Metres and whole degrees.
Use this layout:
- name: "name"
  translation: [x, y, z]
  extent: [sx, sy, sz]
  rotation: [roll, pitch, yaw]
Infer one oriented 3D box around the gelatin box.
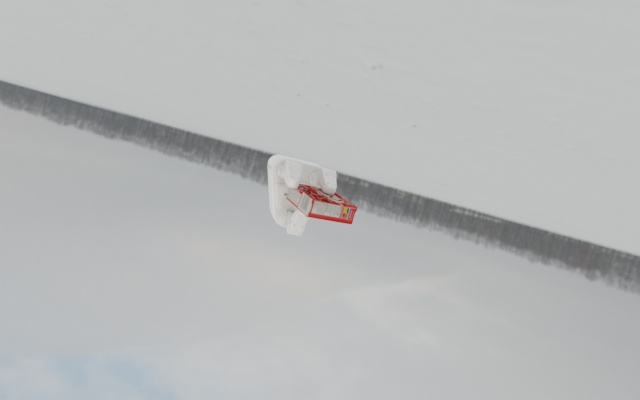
- name: "gelatin box"
  translation: [0.000, 0.003, 0.693]
  extent: [0.073, 0.030, 0.089]
  rotation: [12, 13, -27]
